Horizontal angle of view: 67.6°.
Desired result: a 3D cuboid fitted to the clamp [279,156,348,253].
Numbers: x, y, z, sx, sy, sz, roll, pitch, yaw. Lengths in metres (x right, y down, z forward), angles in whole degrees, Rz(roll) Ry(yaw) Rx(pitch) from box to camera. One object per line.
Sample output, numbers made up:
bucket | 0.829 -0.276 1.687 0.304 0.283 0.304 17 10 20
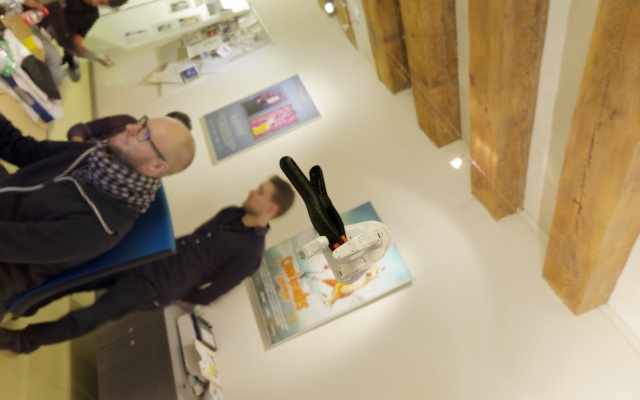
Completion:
clamp | 0.001 0.002 0.787 0.039 0.171 0.120 -30 -8 27
